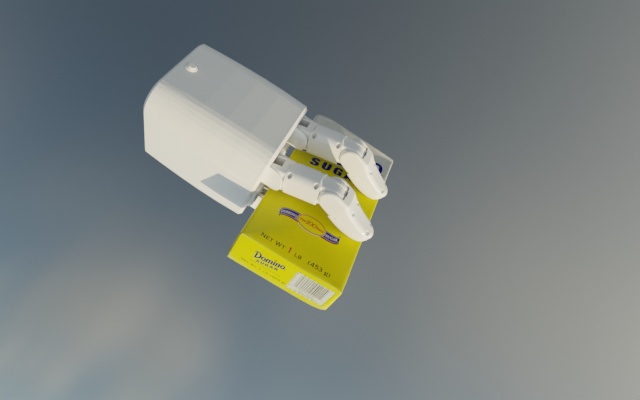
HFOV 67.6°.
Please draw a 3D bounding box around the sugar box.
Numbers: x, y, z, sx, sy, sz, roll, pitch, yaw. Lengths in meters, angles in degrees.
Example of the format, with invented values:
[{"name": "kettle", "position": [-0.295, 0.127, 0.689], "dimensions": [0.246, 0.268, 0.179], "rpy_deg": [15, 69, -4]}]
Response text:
[{"name": "sugar box", "position": [0.000, 0.001, 0.432], "dimensions": [0.093, 0.176, 0.048], "rpy_deg": [32, -41, -6]}]
